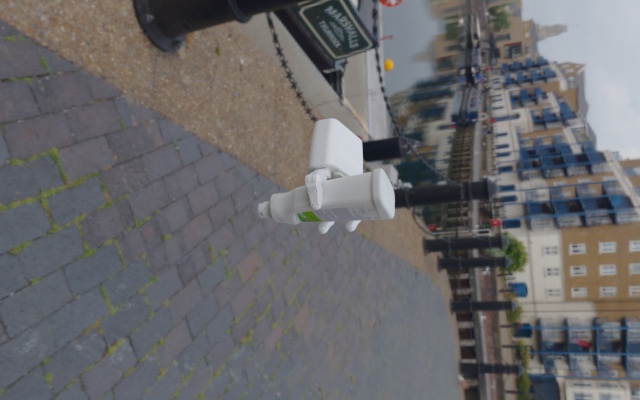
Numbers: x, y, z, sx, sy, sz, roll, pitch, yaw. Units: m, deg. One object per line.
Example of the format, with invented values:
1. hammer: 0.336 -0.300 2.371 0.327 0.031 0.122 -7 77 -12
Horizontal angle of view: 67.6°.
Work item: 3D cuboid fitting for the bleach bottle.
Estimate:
1. bleach bottle: 0.000 0.003 0.858 0.251 0.068 0.103 -6 -28 21
